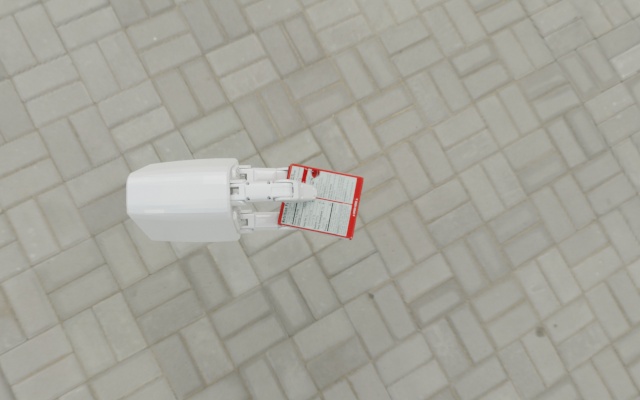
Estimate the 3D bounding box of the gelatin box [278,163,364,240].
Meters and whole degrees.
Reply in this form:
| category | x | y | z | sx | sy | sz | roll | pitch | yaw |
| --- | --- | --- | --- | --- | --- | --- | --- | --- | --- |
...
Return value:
| category | x | y | z | sx | sy | sz | roll | pitch | yaw |
| --- | --- | --- | --- | --- | --- | --- | --- | --- | --- |
| gelatin box | 0.000 | 0.002 | 0.555 | 0.089 | 0.073 | 0.030 | 11 | -8 | 1 |
